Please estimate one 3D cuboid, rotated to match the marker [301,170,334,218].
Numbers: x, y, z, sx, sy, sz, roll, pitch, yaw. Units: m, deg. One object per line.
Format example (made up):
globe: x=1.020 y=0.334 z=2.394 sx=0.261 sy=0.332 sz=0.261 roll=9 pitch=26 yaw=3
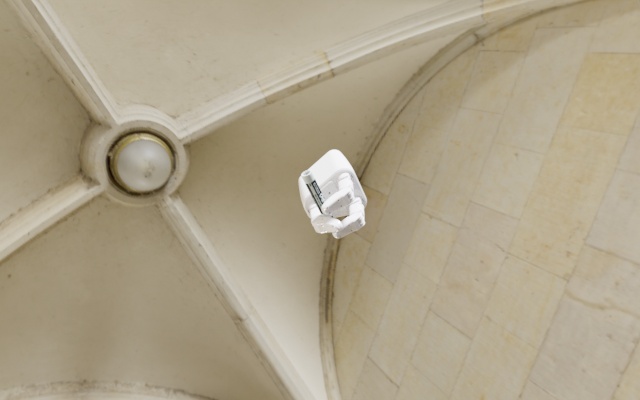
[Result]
marker: x=0.000 y=0.003 z=0.807 sx=0.020 sy=0.121 sz=0.020 roll=-20 pitch=29 yaw=12
